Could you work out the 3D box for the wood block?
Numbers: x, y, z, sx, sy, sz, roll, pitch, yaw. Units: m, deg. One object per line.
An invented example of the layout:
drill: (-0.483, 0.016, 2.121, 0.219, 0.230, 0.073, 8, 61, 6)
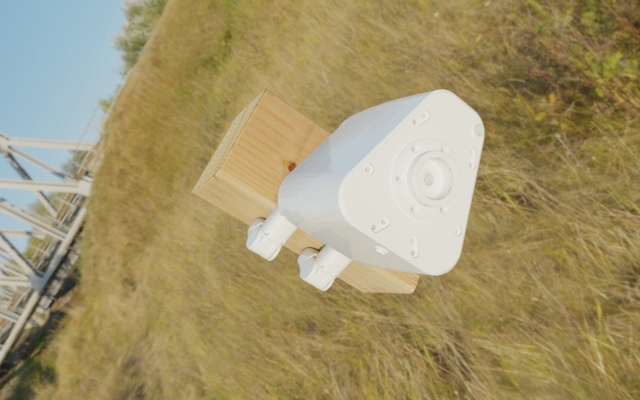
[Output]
wood block: (0.000, 0.001, 0.451, 0.206, 0.090, 0.090, 33, -22, -19)
